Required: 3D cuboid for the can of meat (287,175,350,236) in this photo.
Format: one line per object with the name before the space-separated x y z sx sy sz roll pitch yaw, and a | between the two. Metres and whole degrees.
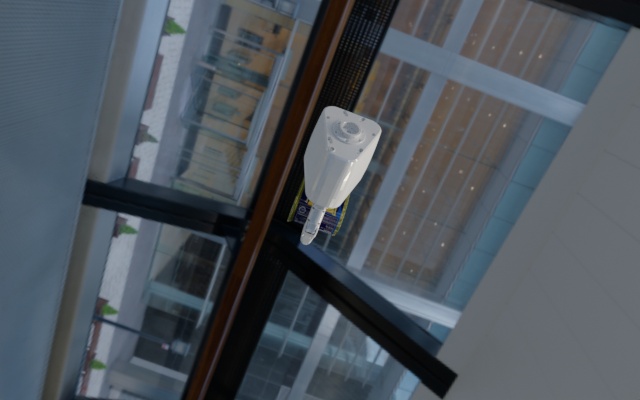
can of meat | 0.000 0.003 0.804 0.084 0.102 0.057 20 -44 -2
